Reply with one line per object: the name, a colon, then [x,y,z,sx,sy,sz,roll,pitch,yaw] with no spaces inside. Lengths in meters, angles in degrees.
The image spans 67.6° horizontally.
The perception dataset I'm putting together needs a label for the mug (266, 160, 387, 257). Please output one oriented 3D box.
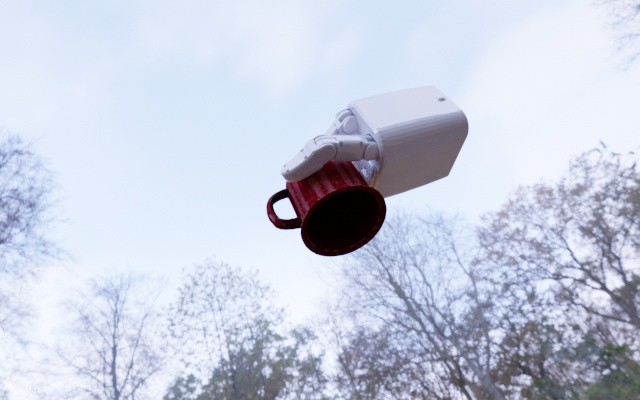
mug: [-0.001,0.002,0.505,0.117,0.093,0.081,-14,42,-14]
